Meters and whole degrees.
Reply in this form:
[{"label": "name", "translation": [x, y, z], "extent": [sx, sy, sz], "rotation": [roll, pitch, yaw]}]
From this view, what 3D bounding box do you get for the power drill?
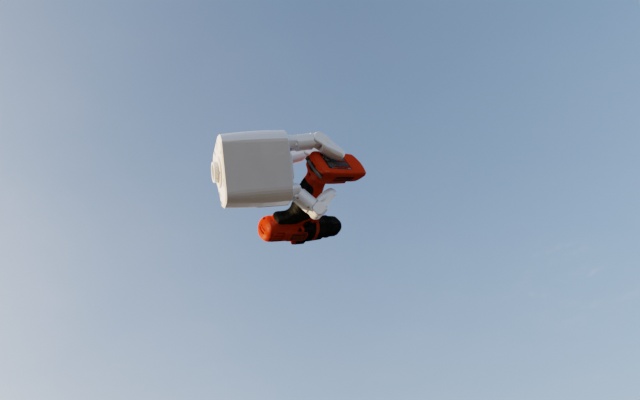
[{"label": "power drill", "translation": [0.000, 0.002, 0.842], "extent": [0.184, 0.188, 0.057], "rotation": [-2, 45, -43]}]
